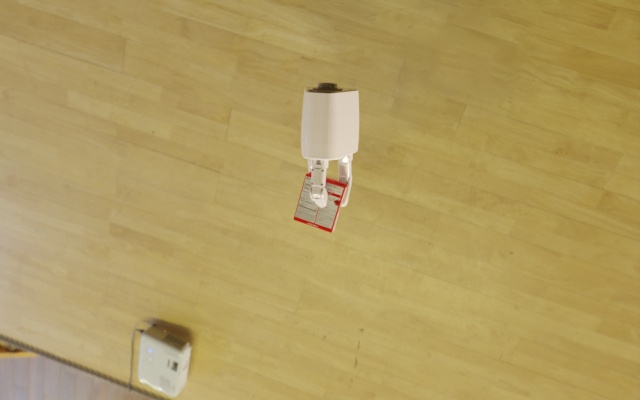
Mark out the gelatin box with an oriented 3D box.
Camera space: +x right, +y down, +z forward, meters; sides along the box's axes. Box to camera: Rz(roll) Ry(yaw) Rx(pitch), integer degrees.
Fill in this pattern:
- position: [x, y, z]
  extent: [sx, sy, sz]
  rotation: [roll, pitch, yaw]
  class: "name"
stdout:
- position: [0.000, 0.003, 0.832]
  extent: [0.073, 0.089, 0.030]
  rotation: [18, 14, 8]
  class: "gelatin box"
